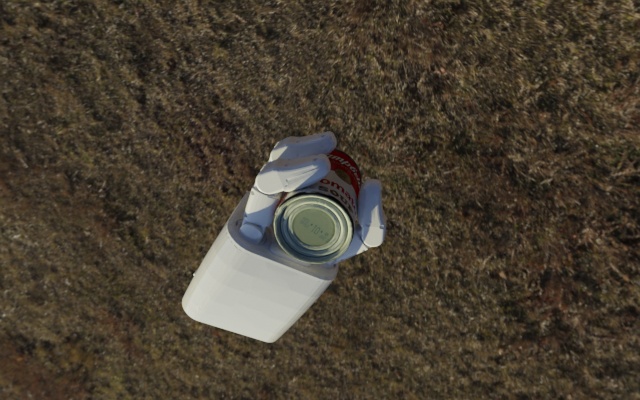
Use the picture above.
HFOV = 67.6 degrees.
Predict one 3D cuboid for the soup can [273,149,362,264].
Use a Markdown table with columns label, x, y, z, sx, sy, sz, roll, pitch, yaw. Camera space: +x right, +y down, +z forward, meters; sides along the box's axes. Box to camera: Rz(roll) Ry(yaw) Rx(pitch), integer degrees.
| label | x | y | z | sx | sy | sz | roll | pitch | yaw |
| --- | --- | --- | --- | --- | --- | --- | --- | --- | --- |
| soup can | 0.000 | 0.001 | 0.427 | 0.068 | 0.068 | 0.102 | 0 | 26 | 8 |
